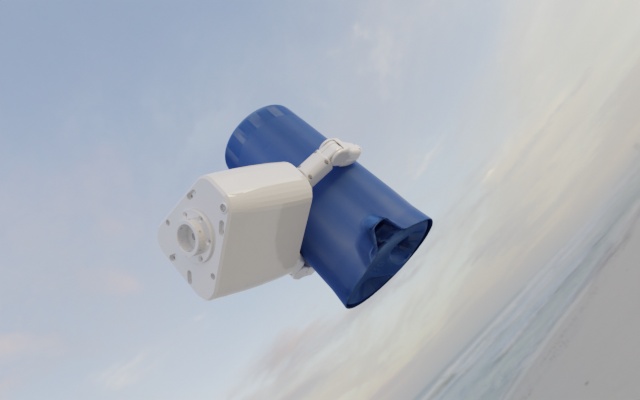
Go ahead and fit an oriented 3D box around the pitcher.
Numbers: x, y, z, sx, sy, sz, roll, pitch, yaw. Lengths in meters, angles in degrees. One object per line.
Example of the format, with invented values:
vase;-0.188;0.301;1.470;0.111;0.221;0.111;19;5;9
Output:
pitcher;0.000;0.002;0.568;0.242;0.149;0.145;44;32;23
